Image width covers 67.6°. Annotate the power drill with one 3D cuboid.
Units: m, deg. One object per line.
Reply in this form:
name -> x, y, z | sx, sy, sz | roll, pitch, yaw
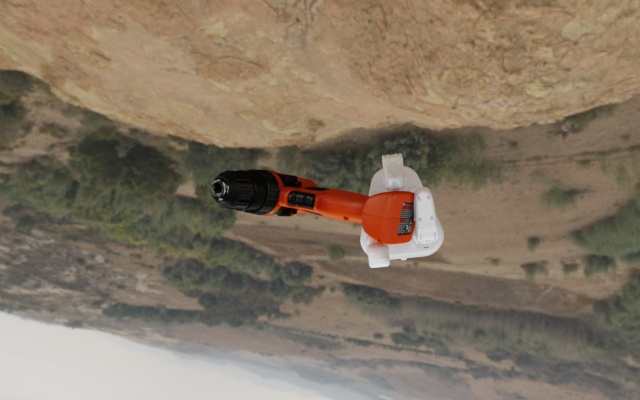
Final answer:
power drill -> 0.001, 0.002, 0.521 | 0.187, 0.057, 0.184 | 13, 6, 28
